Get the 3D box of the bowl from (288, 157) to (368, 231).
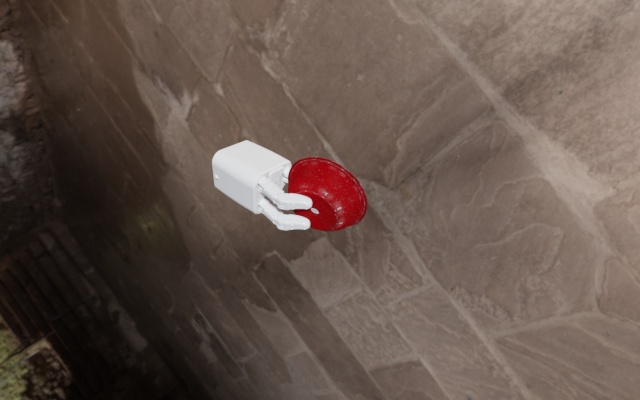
[{"bbox_3d":[0.001,0.003,0.854,0.162,0.162,0.055,0,39,34],"label":"bowl"}]
